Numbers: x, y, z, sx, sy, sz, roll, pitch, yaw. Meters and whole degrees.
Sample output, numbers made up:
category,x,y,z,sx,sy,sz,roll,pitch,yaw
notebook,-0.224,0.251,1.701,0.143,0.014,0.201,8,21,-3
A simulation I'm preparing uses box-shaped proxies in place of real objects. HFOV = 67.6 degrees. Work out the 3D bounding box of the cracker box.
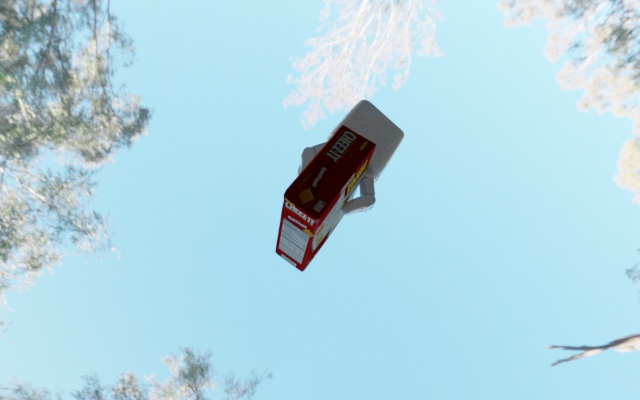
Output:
category,x,y,z,sx,sy,sz,roll,pitch,yaw
cracker box,0.000,0.003,0.785,0.072,0.164,0.214,33,-28,9
